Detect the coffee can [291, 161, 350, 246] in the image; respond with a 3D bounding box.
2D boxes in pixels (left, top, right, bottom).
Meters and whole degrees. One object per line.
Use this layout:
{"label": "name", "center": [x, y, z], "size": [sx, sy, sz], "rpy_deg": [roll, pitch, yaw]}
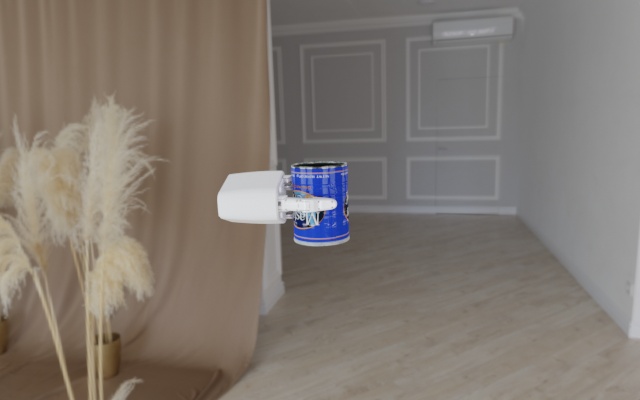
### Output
{"label": "coffee can", "center": [0.000, 0.003, 0.870], "size": [0.103, 0.140, 0.103], "rpy_deg": [-2, 10, 0]}
